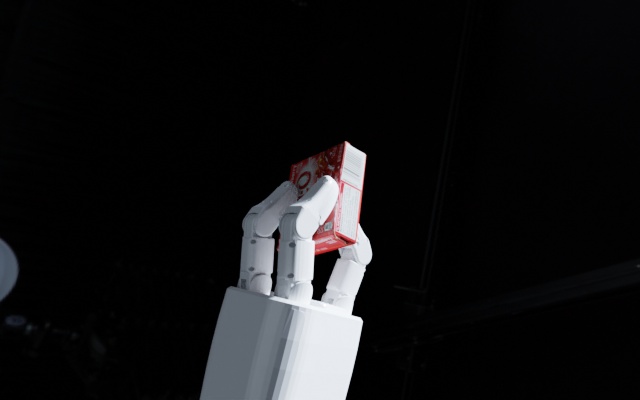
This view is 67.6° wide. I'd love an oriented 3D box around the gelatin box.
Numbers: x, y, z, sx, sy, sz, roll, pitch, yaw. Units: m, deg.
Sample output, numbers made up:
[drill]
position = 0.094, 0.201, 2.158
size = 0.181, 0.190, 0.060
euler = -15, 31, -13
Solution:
[gelatin box]
position = 0.000, 0.001, 0.417
size = 0.030, 0.089, 0.073
euler = 28, -32, -35
